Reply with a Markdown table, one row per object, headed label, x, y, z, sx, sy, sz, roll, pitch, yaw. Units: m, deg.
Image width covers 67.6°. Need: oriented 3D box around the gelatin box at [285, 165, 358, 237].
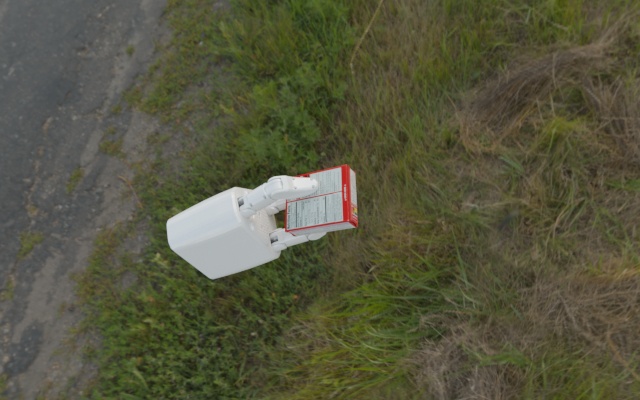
| label | x | y | z | sx | sy | sz | roll | pitch | yaw |
| --- | --- | --- | --- | --- | --- | --- | --- | --- | --- |
| gelatin box | 0.000 | 0.002 | 0.589 | 0.089 | 0.073 | 0.030 | -11 | -24 | 25 |
